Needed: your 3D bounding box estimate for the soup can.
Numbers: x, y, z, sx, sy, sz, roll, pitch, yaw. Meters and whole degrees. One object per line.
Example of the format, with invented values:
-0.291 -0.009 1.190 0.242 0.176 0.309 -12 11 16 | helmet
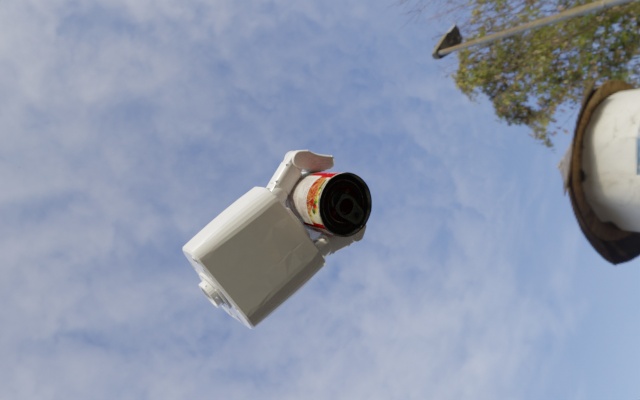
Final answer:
0.000 0.001 0.538 0.068 0.068 0.102 0 3 -32 | soup can
